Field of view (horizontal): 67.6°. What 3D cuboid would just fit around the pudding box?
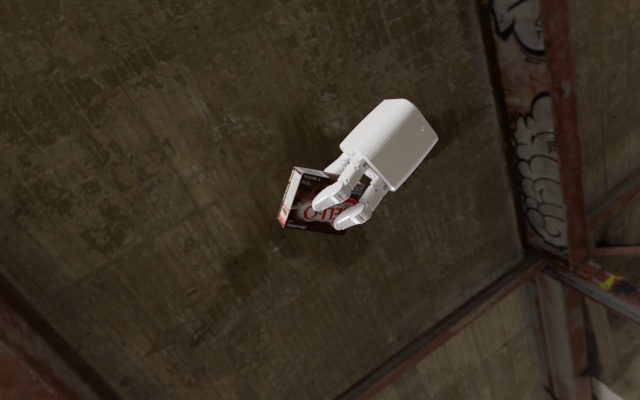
[{"bbox_3d":[0.000,0.002,0.725,0.113,0.090,0.039,11,18,-29],"label":"pudding box"}]
